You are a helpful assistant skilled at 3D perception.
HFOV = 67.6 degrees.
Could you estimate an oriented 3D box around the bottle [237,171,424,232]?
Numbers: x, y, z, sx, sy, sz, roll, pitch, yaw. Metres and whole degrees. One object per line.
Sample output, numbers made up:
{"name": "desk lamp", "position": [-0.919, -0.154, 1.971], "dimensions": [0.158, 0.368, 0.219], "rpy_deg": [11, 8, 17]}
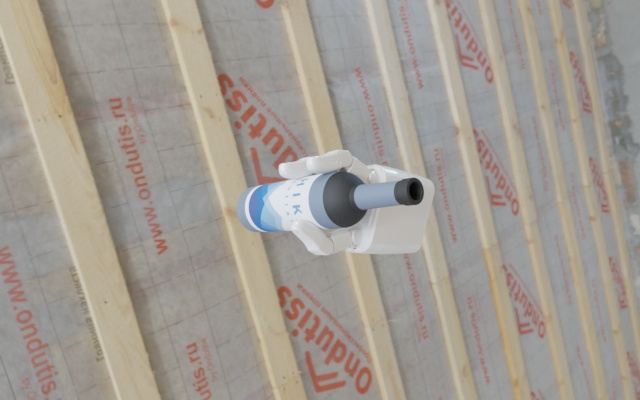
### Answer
{"name": "bottle", "position": [0.000, 0.002, 0.580], "dimensions": [0.069, 0.069, 0.296], "rpy_deg": [0, -4, -39]}
